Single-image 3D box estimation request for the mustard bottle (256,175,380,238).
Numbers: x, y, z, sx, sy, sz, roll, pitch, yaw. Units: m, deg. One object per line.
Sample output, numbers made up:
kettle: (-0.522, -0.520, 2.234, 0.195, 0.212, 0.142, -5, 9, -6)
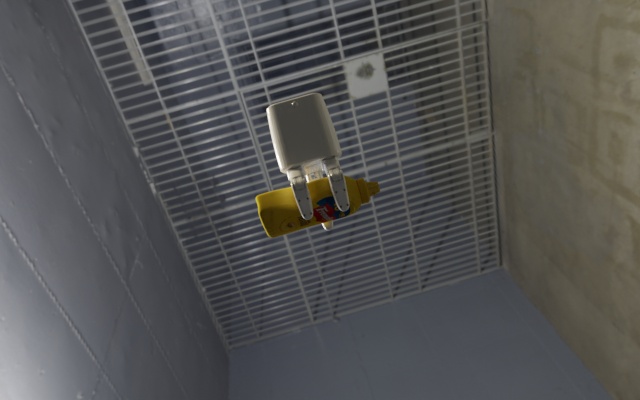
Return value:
mustard bottle: (0.000, 0.003, 0.759, 0.191, 0.058, 0.096, -15, -31, -1)
